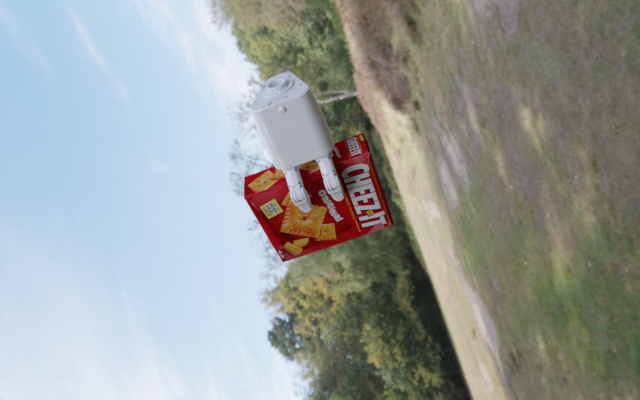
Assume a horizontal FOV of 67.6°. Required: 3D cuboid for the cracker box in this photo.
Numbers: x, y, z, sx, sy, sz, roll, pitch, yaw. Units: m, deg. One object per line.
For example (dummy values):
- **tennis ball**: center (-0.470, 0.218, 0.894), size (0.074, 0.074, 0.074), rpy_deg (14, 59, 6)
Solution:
- **cracker box**: center (0.000, 0.003, 0.811), size (0.214, 0.164, 0.072), rpy_deg (-19, 37, 7)
